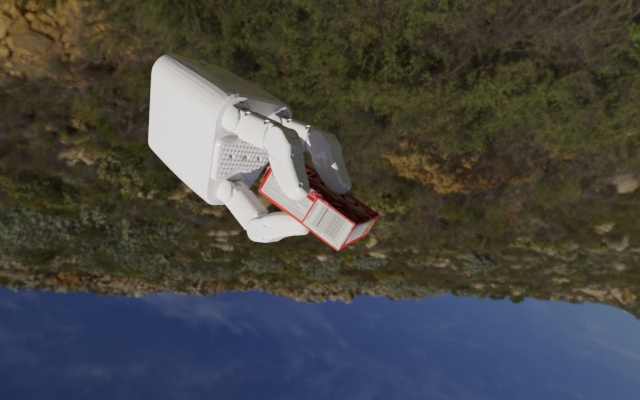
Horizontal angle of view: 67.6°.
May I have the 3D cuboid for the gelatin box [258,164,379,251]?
[{"bbox_3d":[0.000,0.002,0.416,0.089,0.030,0.073,36,16,15],"label":"gelatin box"}]
